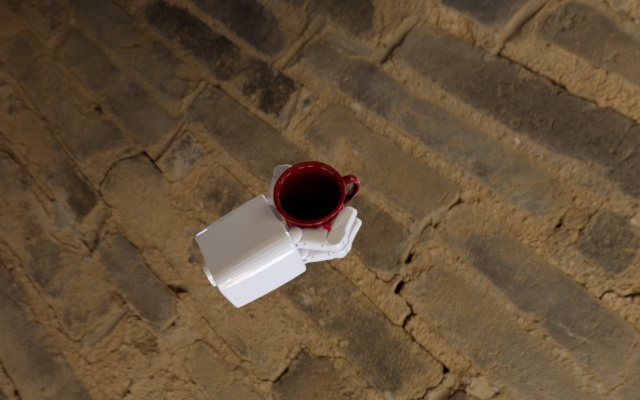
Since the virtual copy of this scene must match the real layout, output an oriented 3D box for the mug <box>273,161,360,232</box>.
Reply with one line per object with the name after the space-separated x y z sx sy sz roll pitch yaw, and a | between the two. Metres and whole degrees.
0.001 0.001 0.642 0.117 0.093 0.081 -29 -28 -8 | mug
